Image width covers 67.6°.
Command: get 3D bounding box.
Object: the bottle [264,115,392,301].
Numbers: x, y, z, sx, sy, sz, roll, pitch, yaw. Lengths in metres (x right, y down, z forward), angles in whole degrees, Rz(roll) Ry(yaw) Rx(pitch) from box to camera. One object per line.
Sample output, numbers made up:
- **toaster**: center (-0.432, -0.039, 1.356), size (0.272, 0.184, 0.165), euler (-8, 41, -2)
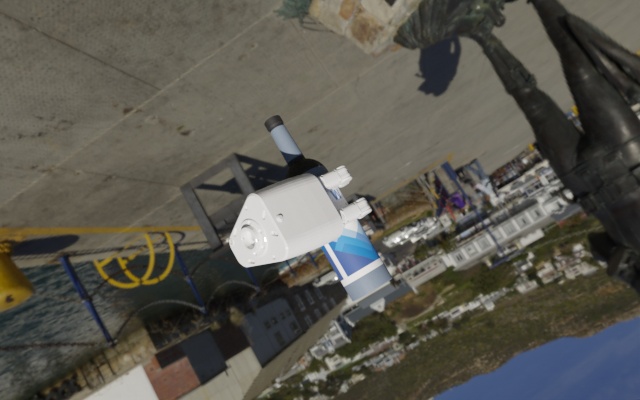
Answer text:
- **bottle**: center (0.000, 0.003, 0.704), size (0.069, 0.295, 0.069), euler (-30, -9, -5)
